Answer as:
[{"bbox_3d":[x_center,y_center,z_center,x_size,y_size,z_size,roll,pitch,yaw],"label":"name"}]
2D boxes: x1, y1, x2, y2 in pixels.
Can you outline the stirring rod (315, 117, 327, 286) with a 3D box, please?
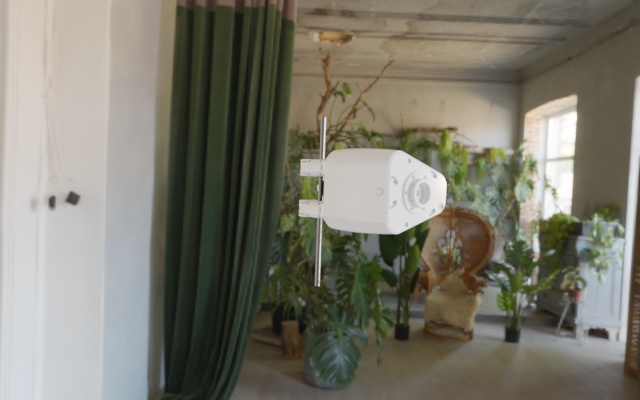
[{"bbox_3d":[0.000,0.002,0.682,0.011,0.239,0.011,2,2,0],"label":"stirring rod"}]
